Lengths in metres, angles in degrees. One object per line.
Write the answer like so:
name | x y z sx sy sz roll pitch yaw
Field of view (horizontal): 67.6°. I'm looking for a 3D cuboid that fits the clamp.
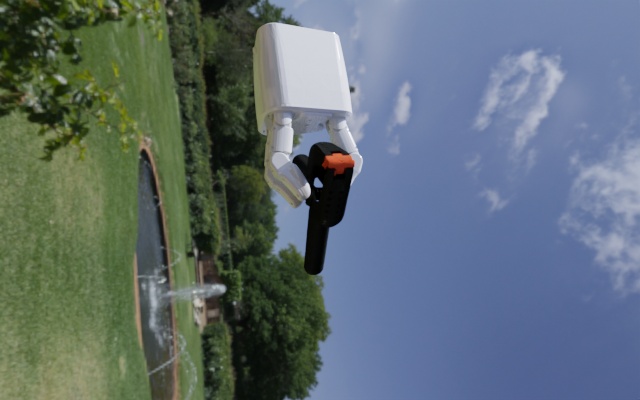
clamp | 0.001 0.001 0.554 0.036 0.164 0.210 -5 -9 -13
